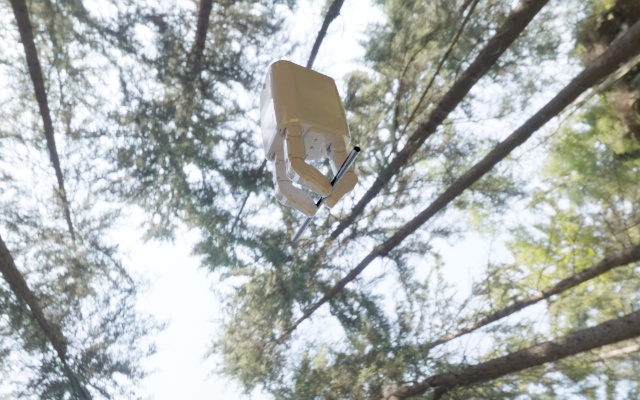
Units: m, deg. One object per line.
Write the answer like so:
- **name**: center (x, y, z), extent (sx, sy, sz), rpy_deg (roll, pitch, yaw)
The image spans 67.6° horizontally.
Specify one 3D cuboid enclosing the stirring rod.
- **stirring rod**: center (0.000, 0.002, 0.609), extent (0.011, 0.011, 0.240), rpy_deg (0, -28, -22)
